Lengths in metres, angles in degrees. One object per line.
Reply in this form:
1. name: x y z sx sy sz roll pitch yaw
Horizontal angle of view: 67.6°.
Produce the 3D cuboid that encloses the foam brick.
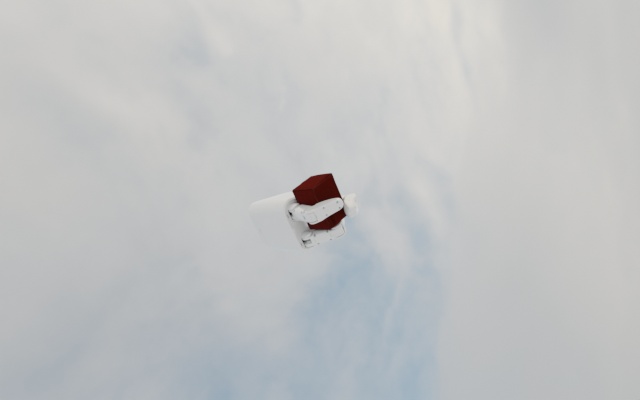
1. foam brick: 0.000 0.002 0.775 0.051 0.078 0.053 -1 30 46
